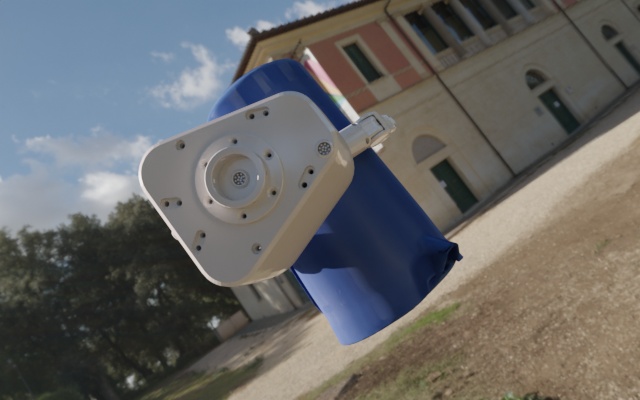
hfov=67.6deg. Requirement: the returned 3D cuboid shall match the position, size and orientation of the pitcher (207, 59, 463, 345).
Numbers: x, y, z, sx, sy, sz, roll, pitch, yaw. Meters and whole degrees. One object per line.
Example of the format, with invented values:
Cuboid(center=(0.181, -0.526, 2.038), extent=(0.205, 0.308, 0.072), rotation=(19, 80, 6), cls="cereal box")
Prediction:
Cuboid(center=(0.000, 0.001, 0.445), extent=(0.149, 0.243, 0.145), rotation=(-36, -6, 5), cls="pitcher")
